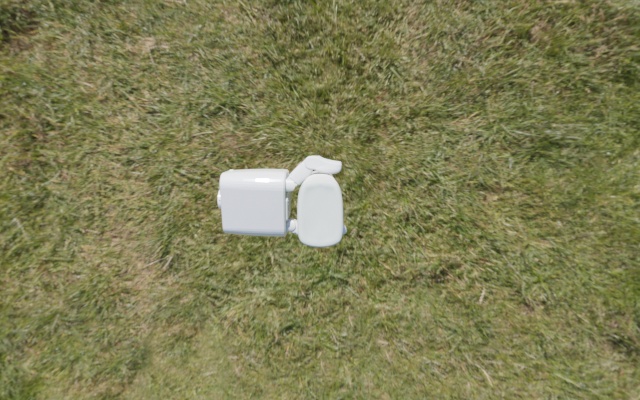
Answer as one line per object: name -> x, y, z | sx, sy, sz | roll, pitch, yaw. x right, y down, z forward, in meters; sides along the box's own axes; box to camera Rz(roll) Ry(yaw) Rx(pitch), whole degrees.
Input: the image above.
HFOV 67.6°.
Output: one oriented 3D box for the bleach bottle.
bleach bottle -> 0.000, 0.003, 0.811 | 0.068, 0.102, 0.251 | 0, 7, 0
